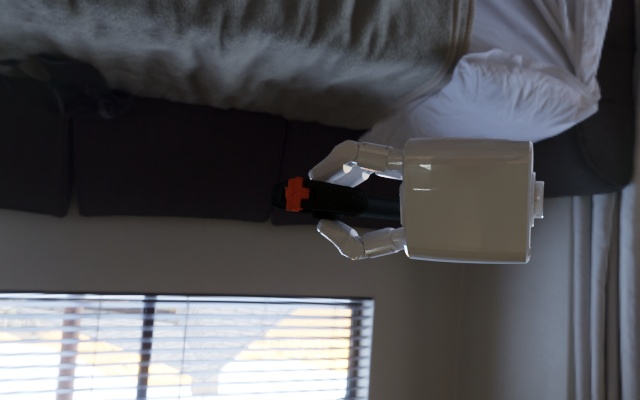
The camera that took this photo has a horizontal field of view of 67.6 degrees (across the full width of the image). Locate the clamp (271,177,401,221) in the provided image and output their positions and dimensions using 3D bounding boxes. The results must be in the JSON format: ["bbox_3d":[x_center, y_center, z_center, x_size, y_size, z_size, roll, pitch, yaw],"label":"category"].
[{"bbox_3d":[0.000,0.002,0.499,0.164,0.036,0.210,2,-3,24],"label":"clamp"}]
